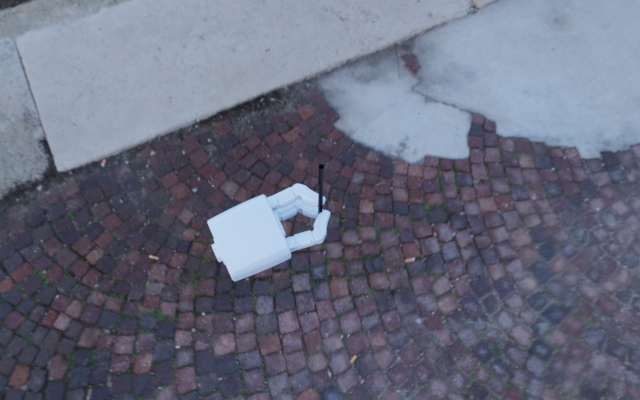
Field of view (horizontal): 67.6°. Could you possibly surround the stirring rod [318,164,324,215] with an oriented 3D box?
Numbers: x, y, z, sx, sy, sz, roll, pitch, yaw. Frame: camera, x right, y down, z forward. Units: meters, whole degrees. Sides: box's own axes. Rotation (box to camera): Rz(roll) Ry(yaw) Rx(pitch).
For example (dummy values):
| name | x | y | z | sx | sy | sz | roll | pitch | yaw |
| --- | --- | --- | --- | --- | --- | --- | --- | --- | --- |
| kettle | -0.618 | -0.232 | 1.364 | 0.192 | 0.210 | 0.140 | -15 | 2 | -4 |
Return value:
| name | x | y | z | sx | sy | sz | roll | pitch | yaw |
| --- | --- | --- | --- | --- | --- | --- | --- | --- | --- |
| stirring rod | 0.000 | 0.003 | 0.795 | 0.011 | 0.011 | 0.240 | 0 | -25 | -1 |
